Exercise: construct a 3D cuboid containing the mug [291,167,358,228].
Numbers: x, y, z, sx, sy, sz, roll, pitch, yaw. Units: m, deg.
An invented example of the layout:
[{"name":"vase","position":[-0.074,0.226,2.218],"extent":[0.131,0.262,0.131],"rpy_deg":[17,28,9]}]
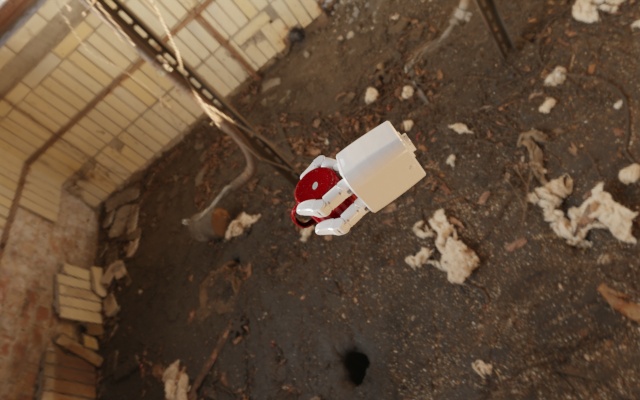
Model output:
[{"name":"mug","position":[-0.001,0.003,0.824],"extent":[0.117,0.093,0.081],"rpy_deg":[-36,-48,11]}]
